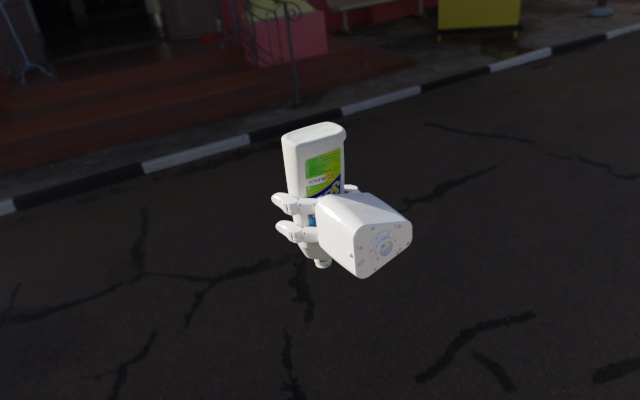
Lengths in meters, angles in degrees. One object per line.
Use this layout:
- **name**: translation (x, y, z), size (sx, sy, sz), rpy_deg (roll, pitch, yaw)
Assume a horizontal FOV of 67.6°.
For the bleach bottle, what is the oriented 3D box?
- **bleach bottle**: translation (0.000, 0.003, 0.806), size (0.102, 0.251, 0.068), rpy_deg (-20, 32, -22)
